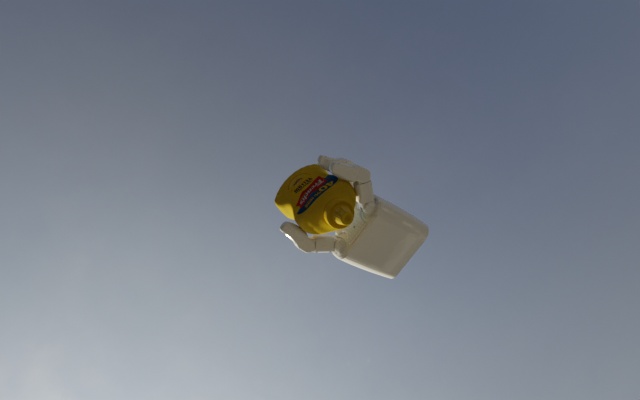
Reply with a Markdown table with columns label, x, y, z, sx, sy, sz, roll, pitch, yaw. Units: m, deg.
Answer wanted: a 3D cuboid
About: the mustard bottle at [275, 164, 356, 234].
| label | x | y | z | sx | sy | sz | roll | pitch | yaw |
| --- | --- | --- | --- | --- | --- | --- | --- | --- | --- |
| mustard bottle | 0.000 | 0.002 | 0.701 | 0.096 | 0.058 | 0.191 | -41 | 25 | -8 |
